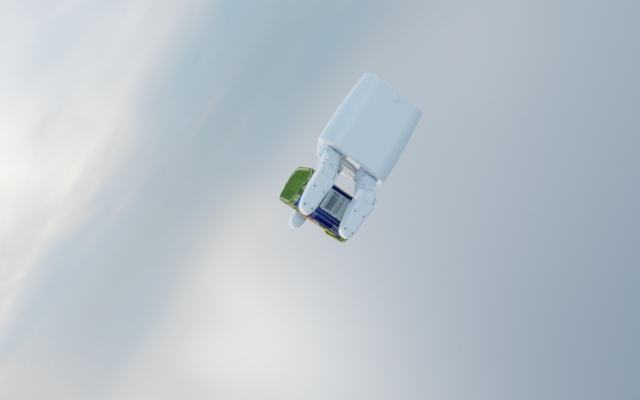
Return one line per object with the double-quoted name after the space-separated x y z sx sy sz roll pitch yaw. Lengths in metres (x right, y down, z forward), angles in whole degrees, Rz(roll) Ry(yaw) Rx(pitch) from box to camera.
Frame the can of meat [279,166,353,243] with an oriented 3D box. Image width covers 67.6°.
0.000 0.002 0.596 0.084 0.057 0.102 35 -4 -15 "can of meat"
